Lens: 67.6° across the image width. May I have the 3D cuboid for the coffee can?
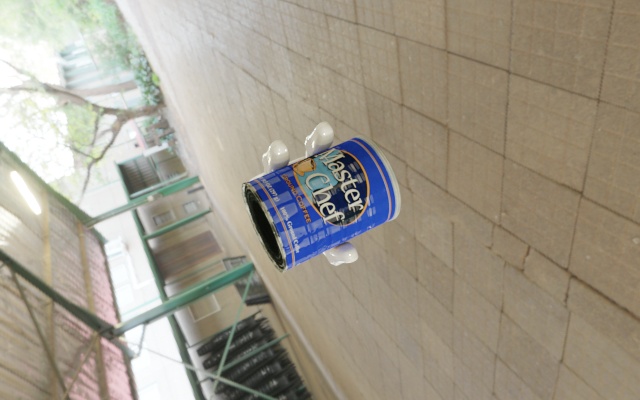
[{"bbox_3d":[0.000,0.002,0.516,0.140,0.103,0.103,-24,8,-18],"label":"coffee can"}]
